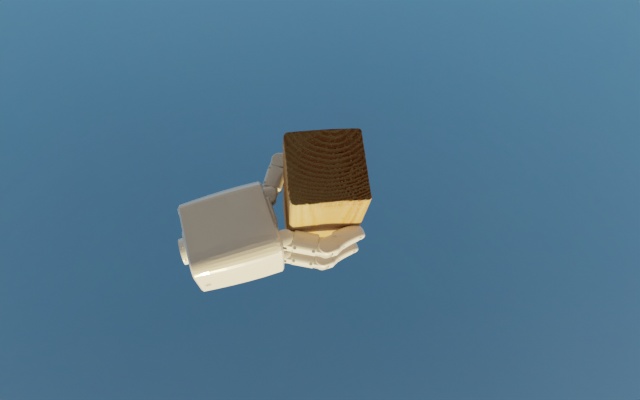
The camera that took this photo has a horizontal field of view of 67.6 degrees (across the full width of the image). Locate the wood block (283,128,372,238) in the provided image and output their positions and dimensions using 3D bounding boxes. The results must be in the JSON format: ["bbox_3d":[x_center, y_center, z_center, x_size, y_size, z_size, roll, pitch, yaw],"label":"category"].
[{"bbox_3d":[0.000,0.002,0.608,0.090,0.090,0.206,-4,-22,-7],"label":"wood block"}]
